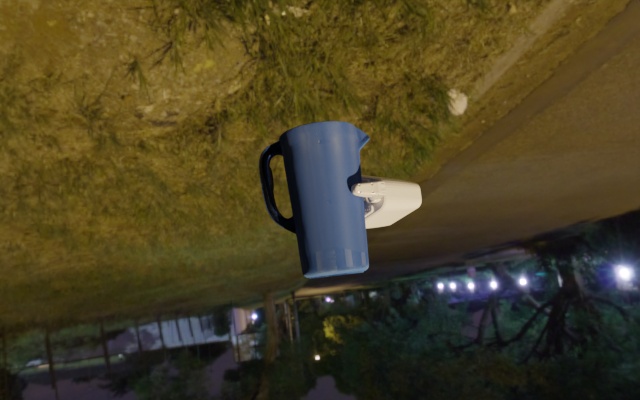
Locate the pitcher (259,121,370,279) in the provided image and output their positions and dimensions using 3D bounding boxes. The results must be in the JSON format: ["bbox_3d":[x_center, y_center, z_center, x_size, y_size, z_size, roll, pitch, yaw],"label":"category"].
[{"bbox_3d":[0.000,0.003,0.784,0.145,0.243,0.149,1,-12,-41],"label":"pitcher"}]
